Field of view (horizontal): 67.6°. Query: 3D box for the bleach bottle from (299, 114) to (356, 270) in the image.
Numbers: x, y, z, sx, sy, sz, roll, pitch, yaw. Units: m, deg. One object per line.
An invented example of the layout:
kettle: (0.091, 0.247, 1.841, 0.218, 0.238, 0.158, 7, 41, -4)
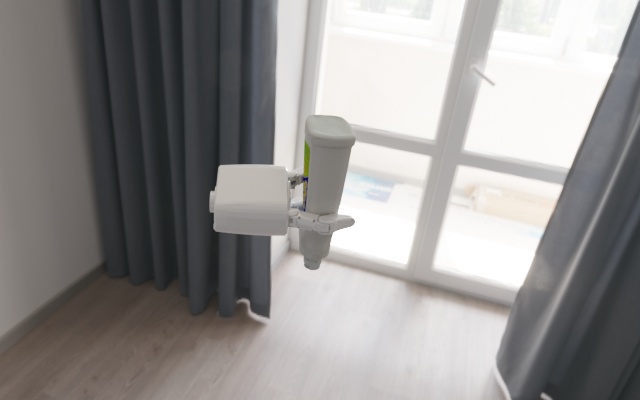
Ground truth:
bleach bottle: (0.000, 0.002, 0.733, 0.068, 0.251, 0.102, 2, 28, -9)
